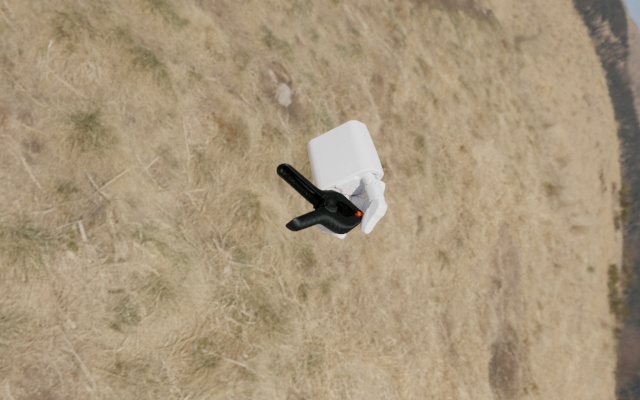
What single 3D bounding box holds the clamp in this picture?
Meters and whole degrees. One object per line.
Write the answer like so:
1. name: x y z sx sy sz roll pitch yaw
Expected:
1. clamp: 0.001 0.002 0.758 0.171 0.120 0.039 13 -36 -45
